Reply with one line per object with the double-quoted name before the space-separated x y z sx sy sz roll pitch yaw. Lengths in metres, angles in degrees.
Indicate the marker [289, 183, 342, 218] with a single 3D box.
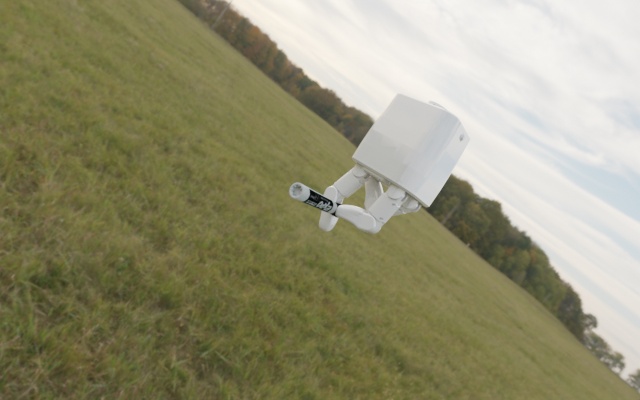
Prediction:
"marker" 0.000 0.002 0.577 0.020 0.020 0.121 0 -12 27
